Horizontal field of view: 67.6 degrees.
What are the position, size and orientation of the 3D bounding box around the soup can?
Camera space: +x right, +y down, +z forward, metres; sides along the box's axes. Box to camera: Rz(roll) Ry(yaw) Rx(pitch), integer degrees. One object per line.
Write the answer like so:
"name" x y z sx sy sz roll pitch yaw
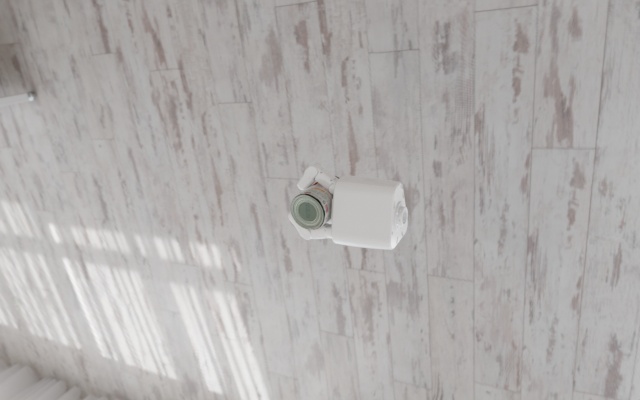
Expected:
"soup can" 0.000 0.003 0.845 0.068 0.068 0.102 0 21 29
